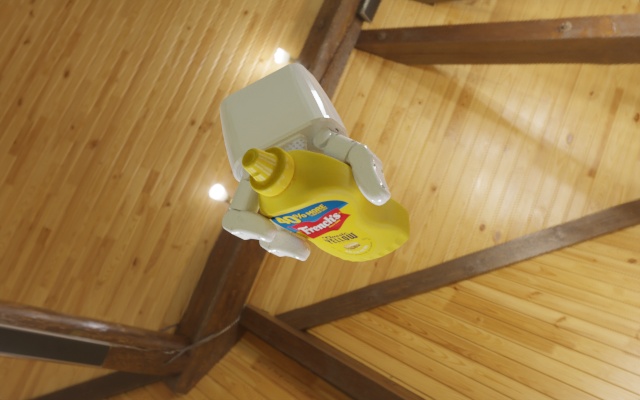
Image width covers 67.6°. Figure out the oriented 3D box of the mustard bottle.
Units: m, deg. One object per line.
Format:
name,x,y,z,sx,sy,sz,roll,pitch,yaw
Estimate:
mustard bottle,0.000,0.002,0.445,0.096,0.058,0.192,-16,-32,33
